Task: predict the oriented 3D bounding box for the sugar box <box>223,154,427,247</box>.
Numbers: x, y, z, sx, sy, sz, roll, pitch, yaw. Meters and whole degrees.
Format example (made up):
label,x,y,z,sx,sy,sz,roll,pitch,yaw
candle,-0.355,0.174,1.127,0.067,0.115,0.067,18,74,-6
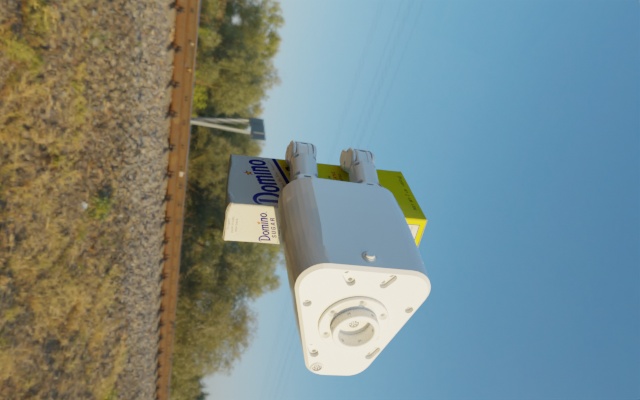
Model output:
label,x,y,z,sx,sy,sz,roll,pitch,yaw
sugar box,0.000,0.001,0.449,0.176,0.048,0.093,7,31,-13
